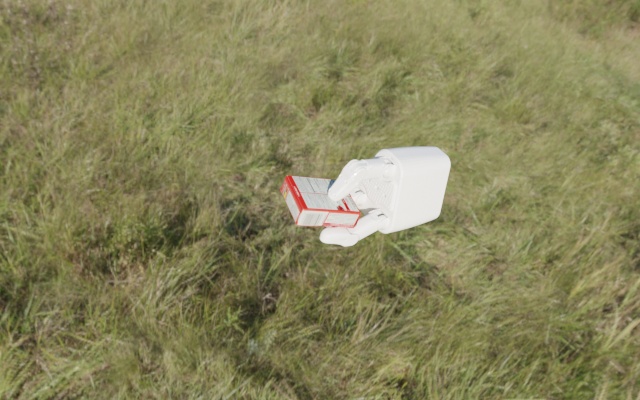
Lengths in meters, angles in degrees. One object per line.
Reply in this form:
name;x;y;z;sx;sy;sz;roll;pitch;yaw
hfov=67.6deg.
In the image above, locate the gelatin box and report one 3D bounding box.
gelatin box;0.000;0.002;0.633;0.089;0.030;0.073;4;37;-28
